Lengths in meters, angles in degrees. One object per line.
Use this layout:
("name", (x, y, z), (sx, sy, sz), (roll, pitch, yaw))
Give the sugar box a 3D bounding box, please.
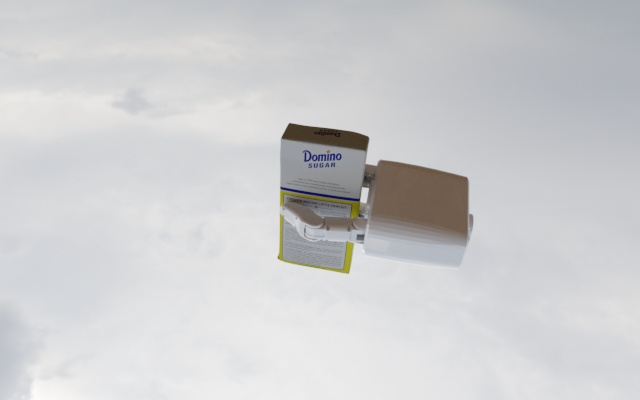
("sugar box", (0.000, 0.002, 0.555), (0.093, 0.176, 0.048), (10, 34, 5))
